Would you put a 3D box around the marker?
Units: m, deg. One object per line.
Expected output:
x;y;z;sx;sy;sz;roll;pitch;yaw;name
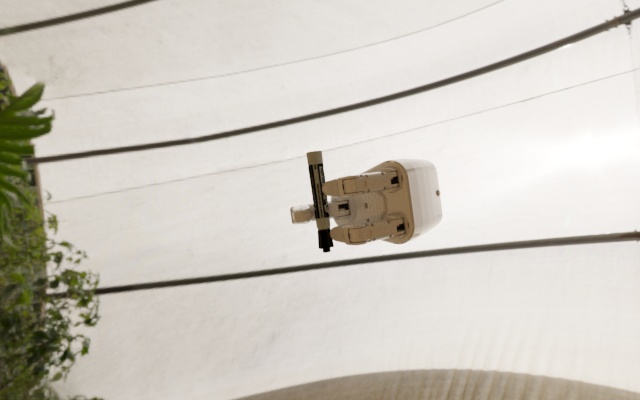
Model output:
0.000;0.002;0.567;0.020;0.121;0.020;-7;3;0;marker
